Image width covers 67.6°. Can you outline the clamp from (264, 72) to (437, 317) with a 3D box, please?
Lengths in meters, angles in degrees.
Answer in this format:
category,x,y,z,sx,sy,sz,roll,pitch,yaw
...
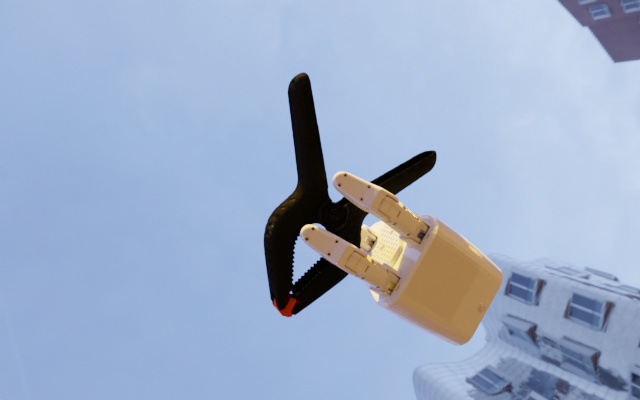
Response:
category,x,y,z,sx,sy,sz,roll,pitch,yaw
clamp,0.000,0.002,0.439,0.164,0.210,0.036,33,-6,-20
